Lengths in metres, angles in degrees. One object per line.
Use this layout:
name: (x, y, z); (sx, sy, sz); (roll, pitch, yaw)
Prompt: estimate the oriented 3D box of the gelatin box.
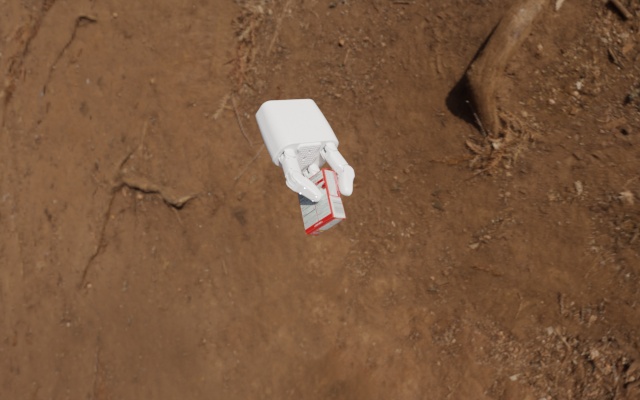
gelatin box: (0.000, 0.003, 0.775); (0.030, 0.089, 0.073); (9, -30, -39)
